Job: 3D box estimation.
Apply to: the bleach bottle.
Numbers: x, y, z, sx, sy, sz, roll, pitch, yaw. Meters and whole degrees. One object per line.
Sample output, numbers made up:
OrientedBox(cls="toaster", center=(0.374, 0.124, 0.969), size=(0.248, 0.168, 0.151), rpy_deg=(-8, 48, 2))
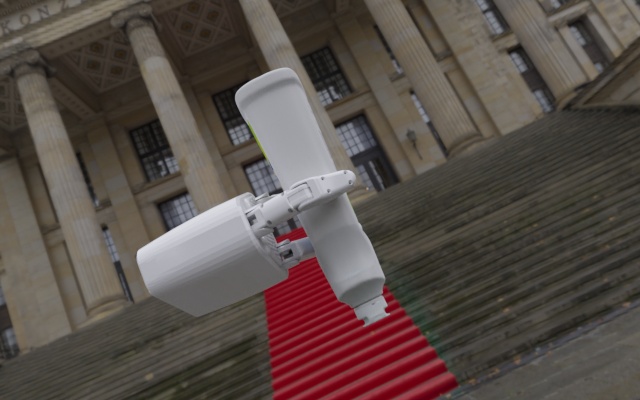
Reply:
OrientedBox(cls="bleach bottle", center=(0.000, 0.002, 0.470), size=(0.068, 0.250, 0.102), rpy_deg=(-26, -13, 1))
